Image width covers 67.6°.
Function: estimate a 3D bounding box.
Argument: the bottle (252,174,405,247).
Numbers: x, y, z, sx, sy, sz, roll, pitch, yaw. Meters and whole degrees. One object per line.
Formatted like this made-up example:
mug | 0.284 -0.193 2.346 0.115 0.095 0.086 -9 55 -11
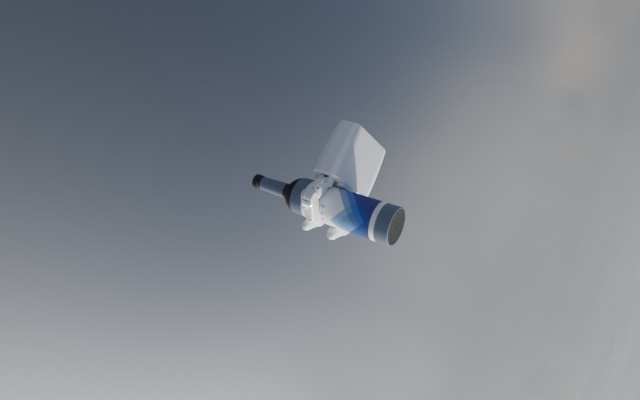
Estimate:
bottle | 0.000 0.003 0.836 0.295 0.069 0.069 18 9 29
